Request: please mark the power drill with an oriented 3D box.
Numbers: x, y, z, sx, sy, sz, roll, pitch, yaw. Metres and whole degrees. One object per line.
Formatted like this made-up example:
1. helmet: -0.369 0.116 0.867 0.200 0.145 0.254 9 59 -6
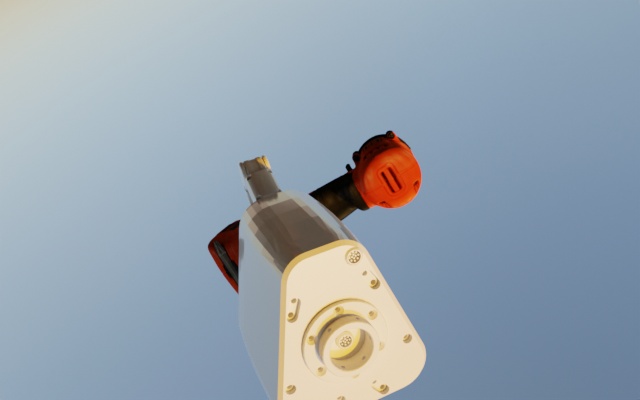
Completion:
1. power drill: 0.000 0.002 0.435 0.187 0.057 0.184 -33 5 10
